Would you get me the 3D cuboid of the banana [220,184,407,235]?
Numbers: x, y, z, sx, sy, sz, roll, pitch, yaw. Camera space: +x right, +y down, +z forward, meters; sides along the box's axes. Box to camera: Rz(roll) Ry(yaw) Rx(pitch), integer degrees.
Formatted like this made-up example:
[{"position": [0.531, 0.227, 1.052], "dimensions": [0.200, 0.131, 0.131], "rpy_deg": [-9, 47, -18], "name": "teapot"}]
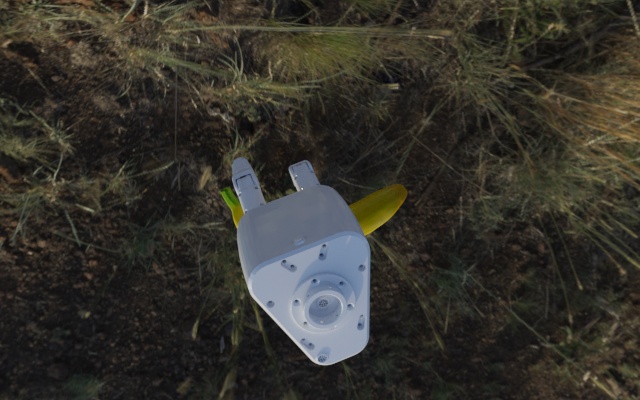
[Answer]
[{"position": [-0.003, 0.020, 0.501], "dimensions": [0.198, 0.070, 0.037], "rpy_deg": [-1, 13, -9], "name": "banana"}]
